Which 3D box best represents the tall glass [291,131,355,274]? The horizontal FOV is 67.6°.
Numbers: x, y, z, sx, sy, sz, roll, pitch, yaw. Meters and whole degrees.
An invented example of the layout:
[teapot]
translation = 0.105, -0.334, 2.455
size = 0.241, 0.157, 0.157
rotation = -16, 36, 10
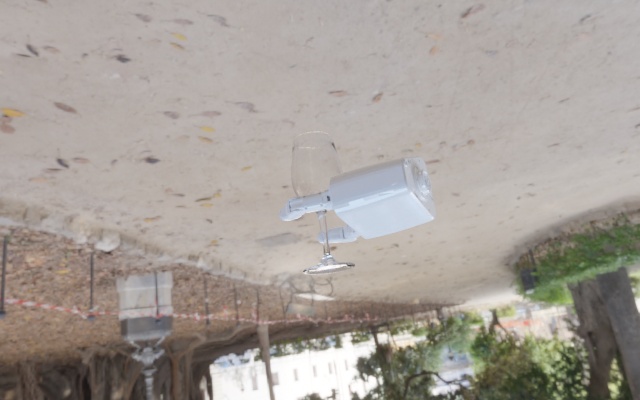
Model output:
[tall glass]
translation = 0.000, 0.003, 0.700
size = 0.079, 0.201, 0.079
rotation = -7, -16, -2
